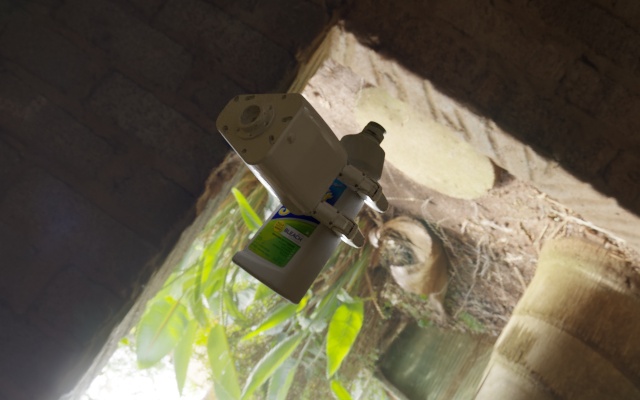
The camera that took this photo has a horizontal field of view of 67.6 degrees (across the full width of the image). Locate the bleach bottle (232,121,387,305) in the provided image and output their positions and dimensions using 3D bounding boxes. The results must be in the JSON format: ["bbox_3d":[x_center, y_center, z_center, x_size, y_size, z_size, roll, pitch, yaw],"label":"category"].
[{"bbox_3d":[0.000,0.002,0.611,0.102,0.251,0.068,26,-14,36],"label":"bleach bottle"}]
